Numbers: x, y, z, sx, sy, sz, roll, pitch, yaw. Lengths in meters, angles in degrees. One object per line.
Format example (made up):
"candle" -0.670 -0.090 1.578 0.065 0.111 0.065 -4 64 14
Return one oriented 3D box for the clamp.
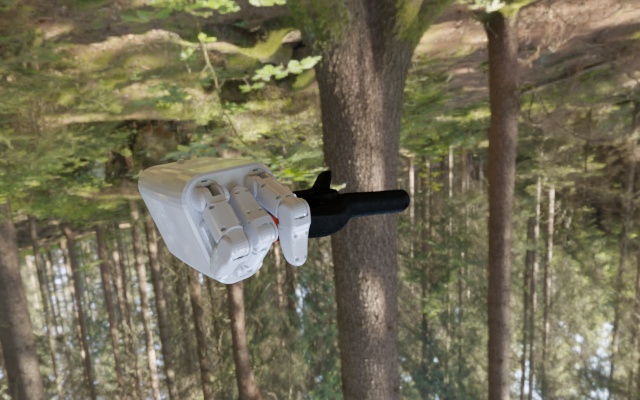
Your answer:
"clamp" 0.000 0.002 0.507 0.171 0.039 0.120 -13 20 -42
